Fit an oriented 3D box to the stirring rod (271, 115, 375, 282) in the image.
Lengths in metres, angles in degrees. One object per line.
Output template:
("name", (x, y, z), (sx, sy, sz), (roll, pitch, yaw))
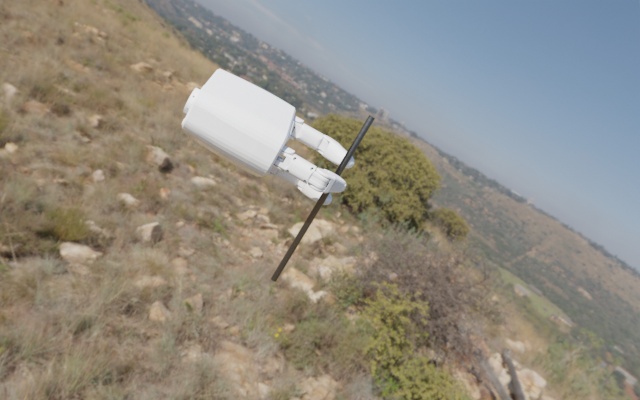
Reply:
("stirring rod", (0.000, 0.002, 0.587), (0.011, 0.239, 0.011), (29, 13, -8))
